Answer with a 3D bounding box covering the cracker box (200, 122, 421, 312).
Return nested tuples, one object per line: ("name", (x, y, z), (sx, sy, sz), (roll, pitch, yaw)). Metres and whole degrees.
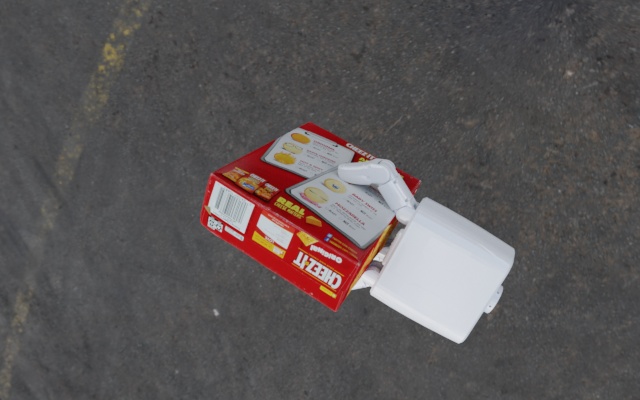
("cracker box", (0.000, 0.002, 0.524), (0.164, 0.072, 0.213), (30, 31, 12))
